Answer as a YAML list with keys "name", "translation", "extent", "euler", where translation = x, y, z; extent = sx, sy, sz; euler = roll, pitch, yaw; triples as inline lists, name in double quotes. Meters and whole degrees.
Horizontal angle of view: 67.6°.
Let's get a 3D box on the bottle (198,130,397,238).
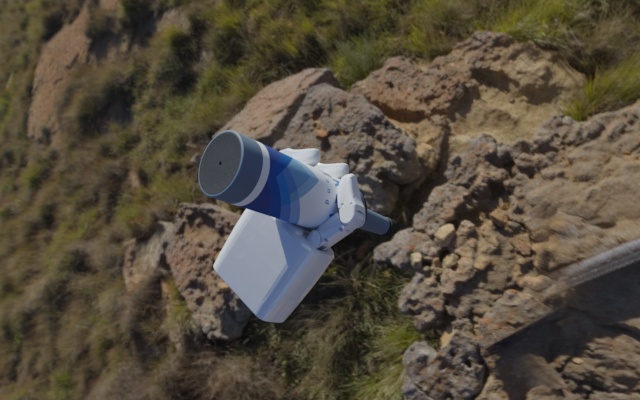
- name: "bottle"
  translation: [0.000, 0.002, 0.554]
  extent: [0.069, 0.069, 0.296]
  euler: [0, -15, 42]
